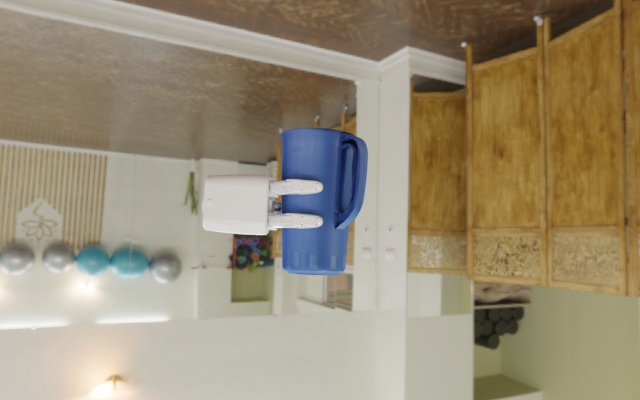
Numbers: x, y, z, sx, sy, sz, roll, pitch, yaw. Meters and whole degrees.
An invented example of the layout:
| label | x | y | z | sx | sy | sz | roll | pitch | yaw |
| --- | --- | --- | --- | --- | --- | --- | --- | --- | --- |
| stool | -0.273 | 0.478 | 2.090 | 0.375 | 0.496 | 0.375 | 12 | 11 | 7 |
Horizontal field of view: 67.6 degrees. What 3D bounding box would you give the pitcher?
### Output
| label | x | y | z | sx | sy | sz | roll | pitch | yaw |
| --- | --- | --- | --- | --- | --- | --- | --- | --- | --- |
| pitcher | 0.000 | 0.003 | 0.812 | 0.145 | 0.243 | 0.149 | 2 | -5 | 0 |
